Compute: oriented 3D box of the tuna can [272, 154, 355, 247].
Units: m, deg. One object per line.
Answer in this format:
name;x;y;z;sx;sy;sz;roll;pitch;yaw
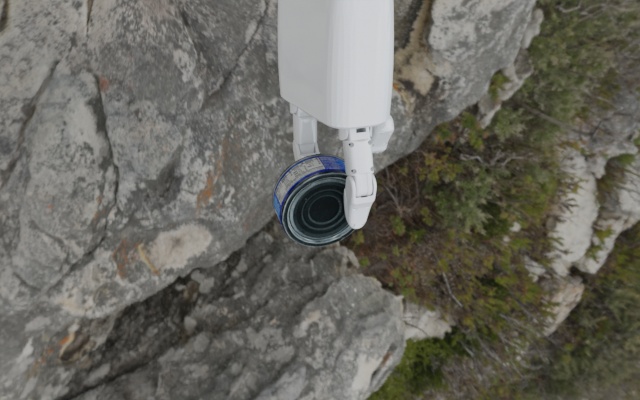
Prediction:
tuna can;0.000;0.002;0.448;0.086;0.086;0.033;0;33;-21
